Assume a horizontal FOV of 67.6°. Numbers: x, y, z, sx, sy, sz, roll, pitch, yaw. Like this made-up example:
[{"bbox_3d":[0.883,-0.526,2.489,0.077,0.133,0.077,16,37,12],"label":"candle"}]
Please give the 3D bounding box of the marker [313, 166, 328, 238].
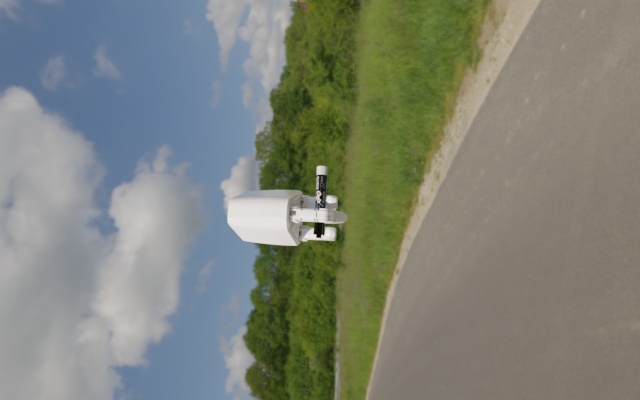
[{"bbox_3d":[0.000,0.003,0.800,0.020,0.121,0.020,3,-8,0],"label":"marker"}]
